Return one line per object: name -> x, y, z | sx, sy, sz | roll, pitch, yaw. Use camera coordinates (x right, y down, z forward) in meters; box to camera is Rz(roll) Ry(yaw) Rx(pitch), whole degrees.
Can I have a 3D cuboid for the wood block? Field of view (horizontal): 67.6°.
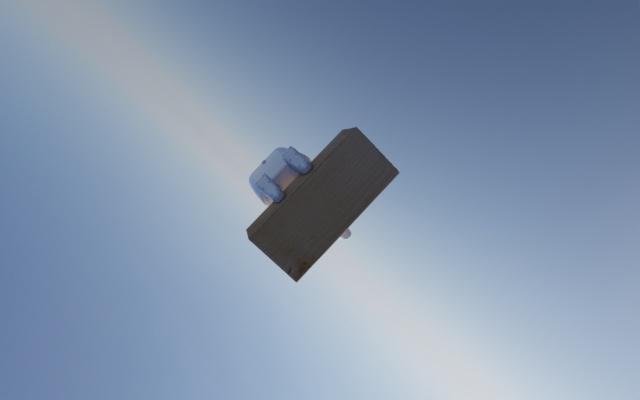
wood block -> 0.000, 0.002, 0.677 | 0.091, 0.206, 0.090 | 44, -4, -12
